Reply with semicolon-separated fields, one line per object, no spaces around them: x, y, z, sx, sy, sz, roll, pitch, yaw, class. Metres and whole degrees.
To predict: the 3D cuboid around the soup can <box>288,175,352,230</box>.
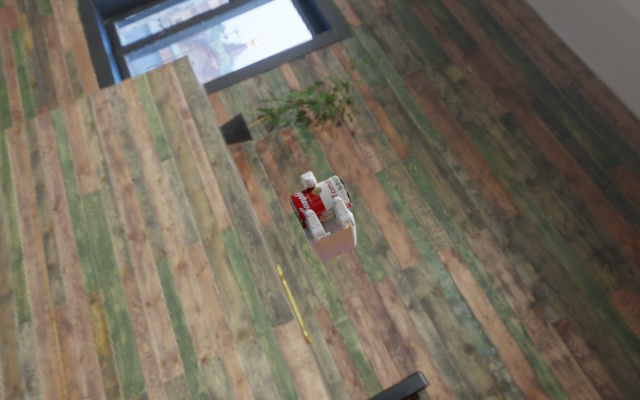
0.000;0.002;0.888;0.102;0.068;0.068;-25;2;-5;soup can
